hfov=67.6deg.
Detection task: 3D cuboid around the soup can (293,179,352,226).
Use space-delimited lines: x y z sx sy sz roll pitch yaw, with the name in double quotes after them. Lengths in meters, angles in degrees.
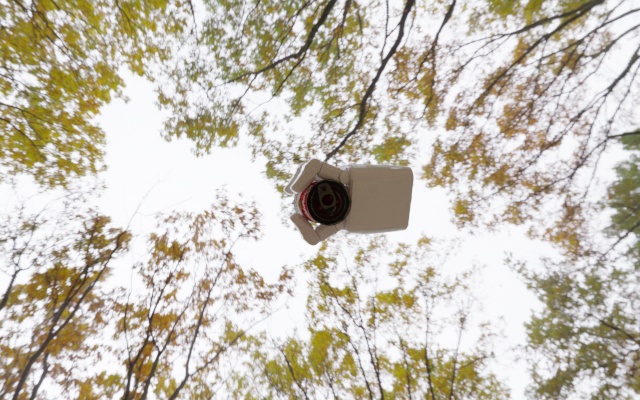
0.000 0.003 0.735 0.068 0.068 0.102 0 0 -15 "soup can"
